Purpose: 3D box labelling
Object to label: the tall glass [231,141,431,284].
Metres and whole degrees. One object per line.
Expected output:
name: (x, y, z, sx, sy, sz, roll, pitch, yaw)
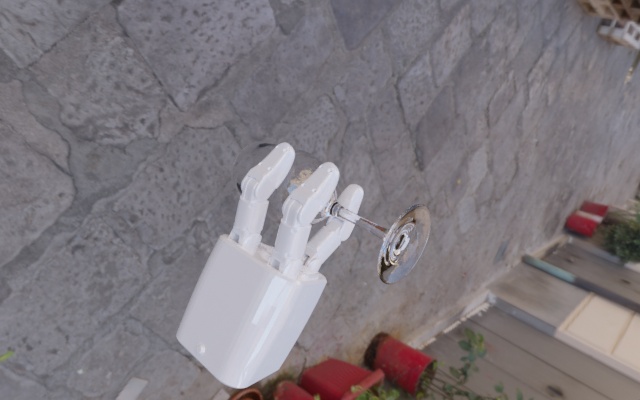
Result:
tall glass: (0.001, 0.002, 0.459, 0.201, 0.079, 0.079, 27, 17, 36)
